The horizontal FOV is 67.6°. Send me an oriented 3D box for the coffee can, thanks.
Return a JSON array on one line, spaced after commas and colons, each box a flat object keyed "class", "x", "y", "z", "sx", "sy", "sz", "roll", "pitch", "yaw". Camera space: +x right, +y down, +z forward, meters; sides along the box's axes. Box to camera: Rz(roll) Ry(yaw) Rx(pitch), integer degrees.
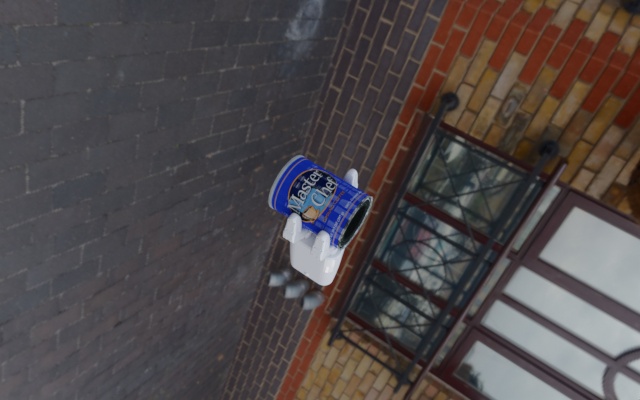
[{"class": "coffee can", "x": 0.000, "y": 0.002, "z": 0.787, "sx": 0.140, "sy": 0.103, "sz": 0.103, "roll": 31, "pitch": 9, "yaw": 16}]
